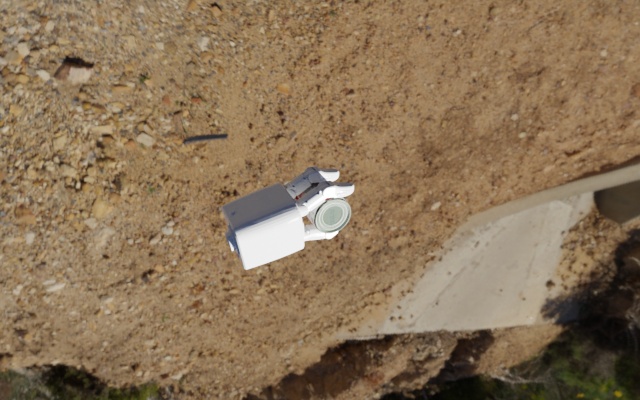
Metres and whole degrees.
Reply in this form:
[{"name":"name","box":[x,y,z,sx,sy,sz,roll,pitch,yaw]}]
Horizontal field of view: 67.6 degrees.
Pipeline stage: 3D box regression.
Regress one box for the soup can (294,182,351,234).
[{"name":"soup can","box":[0.001,0.003,0.813,0.068,0.068,0.102,0,28,-28]}]
